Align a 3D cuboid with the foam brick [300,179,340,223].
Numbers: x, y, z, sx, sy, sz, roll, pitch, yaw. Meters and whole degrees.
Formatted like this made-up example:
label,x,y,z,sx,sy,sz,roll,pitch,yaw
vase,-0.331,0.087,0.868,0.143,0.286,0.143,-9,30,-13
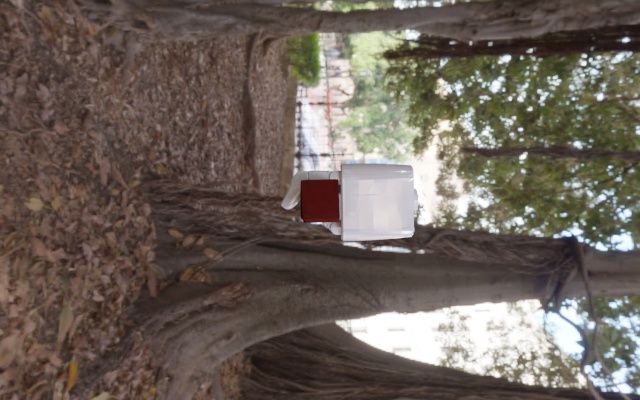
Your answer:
label,x,y,z,sx,sy,sz,roll,pitch,yaw
foam brick,0.000,0.002,0.658,0.051,0.053,0.078,-1,-6,1
